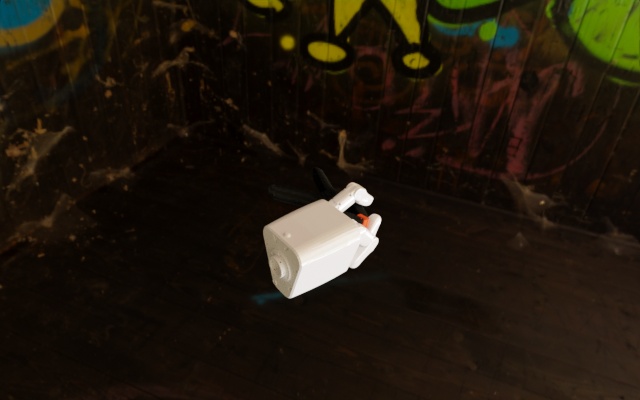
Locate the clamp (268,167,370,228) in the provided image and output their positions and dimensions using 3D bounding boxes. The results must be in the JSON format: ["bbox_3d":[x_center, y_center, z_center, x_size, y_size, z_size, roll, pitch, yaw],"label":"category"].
[{"bbox_3d":[0.000,0.003,0.774,0.120,0.039,0.171,-23,43,-32],"label":"clamp"}]
